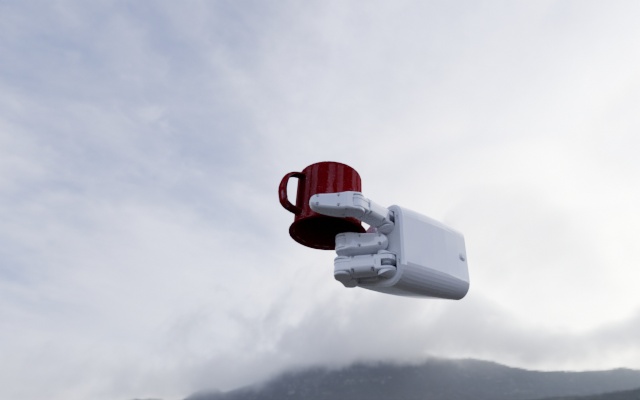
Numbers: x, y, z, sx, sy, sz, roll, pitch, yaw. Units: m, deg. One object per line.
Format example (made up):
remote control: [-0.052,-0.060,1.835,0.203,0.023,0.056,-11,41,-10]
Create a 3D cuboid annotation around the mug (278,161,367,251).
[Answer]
mug: [-0.001,0.001,0.581,0.117,0.081,0.093,21,-35,-27]
